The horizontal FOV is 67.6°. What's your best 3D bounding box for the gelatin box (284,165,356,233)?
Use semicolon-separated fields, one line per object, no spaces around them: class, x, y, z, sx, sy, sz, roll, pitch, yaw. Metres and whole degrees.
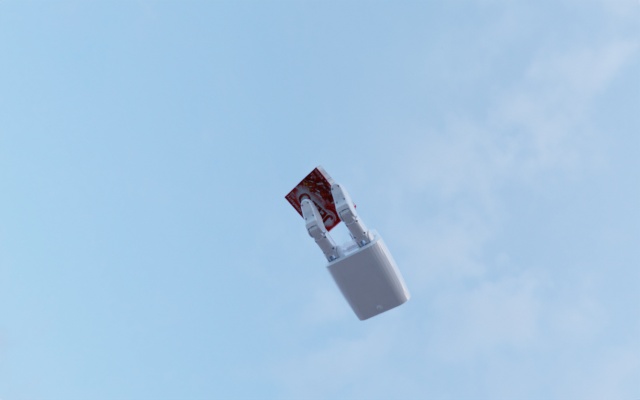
gelatin box;0.000;0.002;0.742;0.073;0.089;0.030;-42;-4;20
